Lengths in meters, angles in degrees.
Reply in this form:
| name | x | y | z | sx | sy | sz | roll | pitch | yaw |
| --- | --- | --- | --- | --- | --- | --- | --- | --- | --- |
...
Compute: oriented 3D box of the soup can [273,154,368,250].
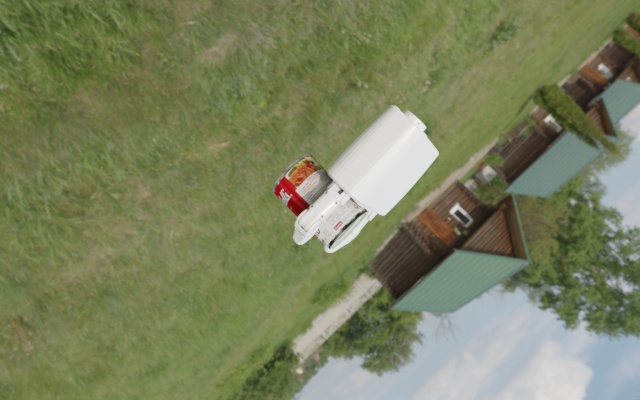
| name | x | y | z | sx | sy | sz | roll | pitch | yaw |
| --- | --- | --- | --- | --- | --- | --- | --- | --- | --- |
| soup can | 0.000 | 0.002 | 0.589 | 0.102 | 0.068 | 0.068 | 45 | 11 | 12 |
